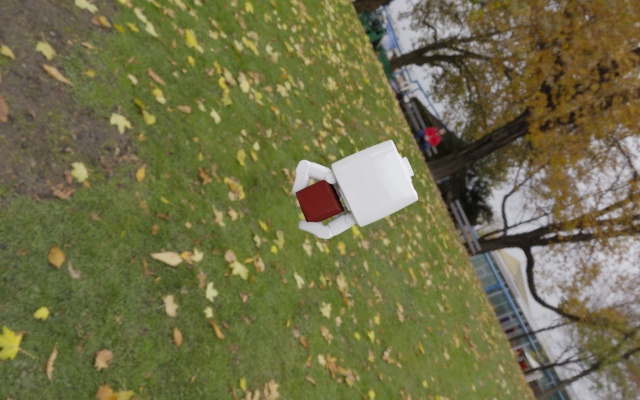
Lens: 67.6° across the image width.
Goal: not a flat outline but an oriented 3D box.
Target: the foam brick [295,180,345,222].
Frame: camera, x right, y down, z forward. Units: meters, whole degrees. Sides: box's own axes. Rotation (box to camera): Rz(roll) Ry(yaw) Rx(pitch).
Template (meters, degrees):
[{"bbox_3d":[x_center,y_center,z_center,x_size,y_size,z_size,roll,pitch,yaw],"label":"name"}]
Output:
[{"bbox_3d":[0.000,0.003,0.767,0.051,0.053,0.078,-24,-7,10],"label":"foam brick"}]
